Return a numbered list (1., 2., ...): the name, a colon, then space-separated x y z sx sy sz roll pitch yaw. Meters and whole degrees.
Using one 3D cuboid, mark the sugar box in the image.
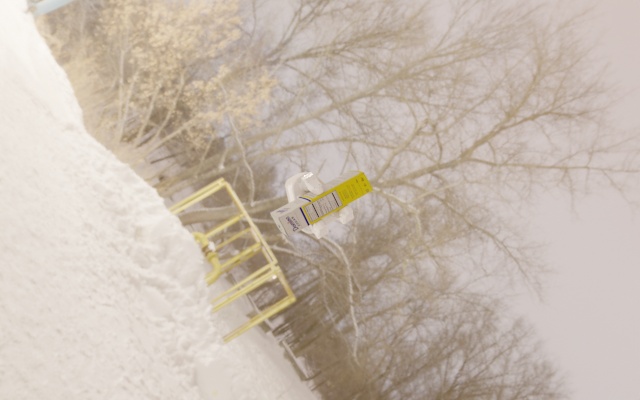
1. sugar box: 0.000 0.003 0.875 0.176 0.048 0.093 -31 11 -10
